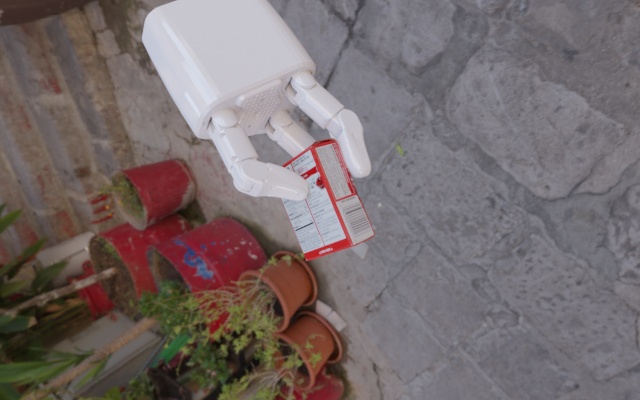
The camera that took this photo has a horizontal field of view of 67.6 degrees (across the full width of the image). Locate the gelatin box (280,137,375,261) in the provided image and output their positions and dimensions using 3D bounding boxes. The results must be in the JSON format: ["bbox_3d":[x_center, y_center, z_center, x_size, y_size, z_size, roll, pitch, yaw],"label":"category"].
[{"bbox_3d":[0.000,0.002,0.409,0.030,0.089,0.073,-20,-5,-36],"label":"gelatin box"}]
